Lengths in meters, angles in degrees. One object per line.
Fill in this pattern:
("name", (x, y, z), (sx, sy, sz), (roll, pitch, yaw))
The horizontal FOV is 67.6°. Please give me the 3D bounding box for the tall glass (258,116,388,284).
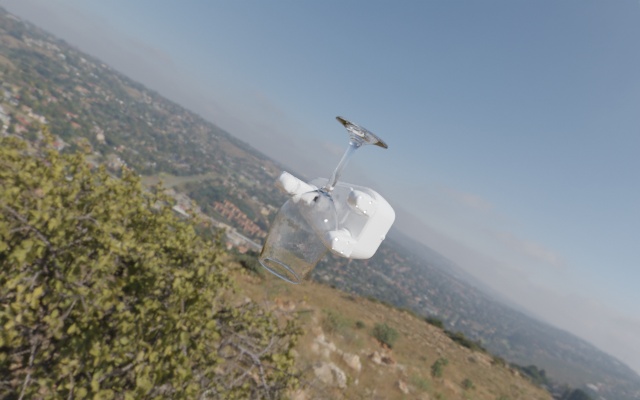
("tall glass", (0.000, 0.001, 0.587), (0.079, 0.201, 0.079), (31, 2, -1))
